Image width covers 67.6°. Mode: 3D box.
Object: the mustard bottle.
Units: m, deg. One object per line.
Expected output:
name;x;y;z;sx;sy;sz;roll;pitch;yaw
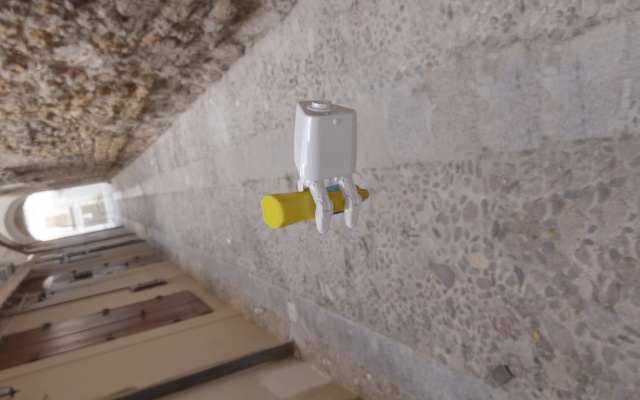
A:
mustard bottle;0.000;0.003;0.835;0.191;0.058;0.096;-11;3;-26
